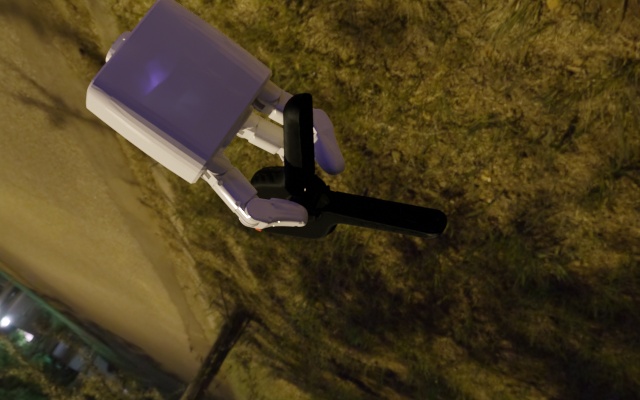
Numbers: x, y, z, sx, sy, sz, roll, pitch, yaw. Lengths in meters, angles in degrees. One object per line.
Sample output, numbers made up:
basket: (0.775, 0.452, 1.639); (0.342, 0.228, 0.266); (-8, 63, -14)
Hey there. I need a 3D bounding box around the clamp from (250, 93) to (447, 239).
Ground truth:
clamp: (-0.001, 0.002, 0.439); (0.164, 0.036, 0.210); (36, -30, -13)
